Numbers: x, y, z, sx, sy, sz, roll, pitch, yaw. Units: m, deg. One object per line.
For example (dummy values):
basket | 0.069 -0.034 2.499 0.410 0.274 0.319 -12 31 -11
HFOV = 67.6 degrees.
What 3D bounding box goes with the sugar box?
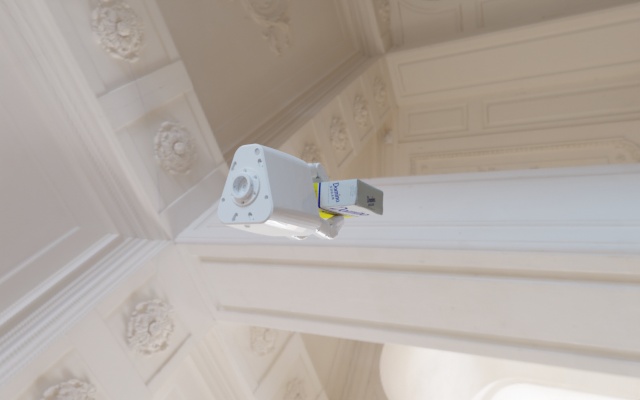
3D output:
sugar box | 0.000 0.003 0.749 0.176 0.048 0.093 -2 -12 32
